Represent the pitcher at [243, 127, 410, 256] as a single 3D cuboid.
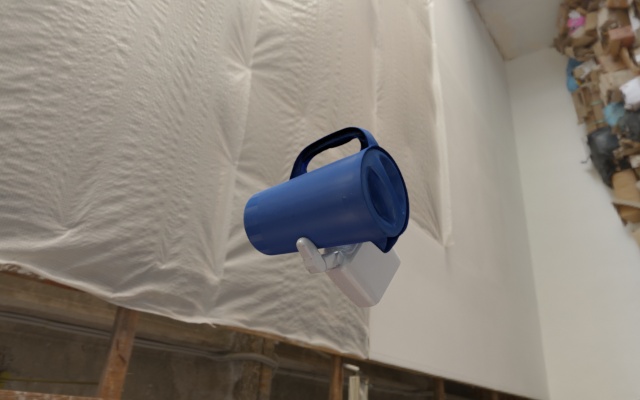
[{"bbox_3d":[0.000,0.003,0.727,0.243,0.145,0.149,-15,36,34],"label":"pitcher"}]
